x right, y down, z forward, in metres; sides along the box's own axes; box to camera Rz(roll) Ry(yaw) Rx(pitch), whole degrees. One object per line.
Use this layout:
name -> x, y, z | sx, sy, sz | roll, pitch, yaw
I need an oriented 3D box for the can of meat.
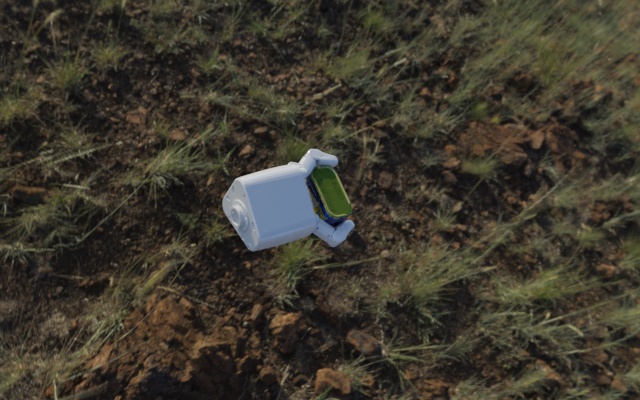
can of meat -> 0.000, 0.003, 0.809 | 0.057, 0.102, 0.084 | -13, -20, -36
